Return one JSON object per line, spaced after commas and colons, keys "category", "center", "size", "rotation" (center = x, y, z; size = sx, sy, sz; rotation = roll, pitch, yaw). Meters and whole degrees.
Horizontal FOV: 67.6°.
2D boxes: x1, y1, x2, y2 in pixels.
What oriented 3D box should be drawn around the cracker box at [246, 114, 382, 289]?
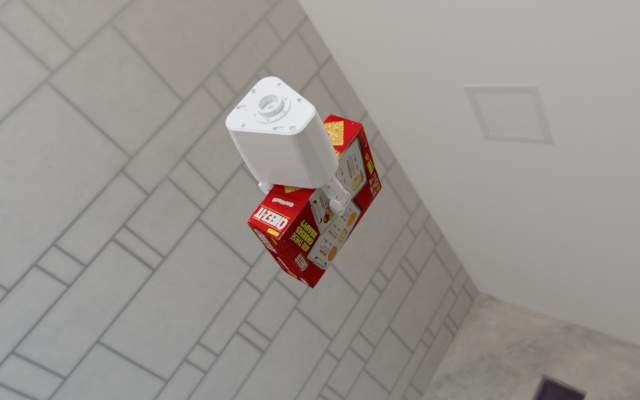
{"category": "cracker box", "center": [0.000, 0.002, 0.731], "size": [0.072, 0.213, 0.164], "rotation": [24, -23, 31]}
